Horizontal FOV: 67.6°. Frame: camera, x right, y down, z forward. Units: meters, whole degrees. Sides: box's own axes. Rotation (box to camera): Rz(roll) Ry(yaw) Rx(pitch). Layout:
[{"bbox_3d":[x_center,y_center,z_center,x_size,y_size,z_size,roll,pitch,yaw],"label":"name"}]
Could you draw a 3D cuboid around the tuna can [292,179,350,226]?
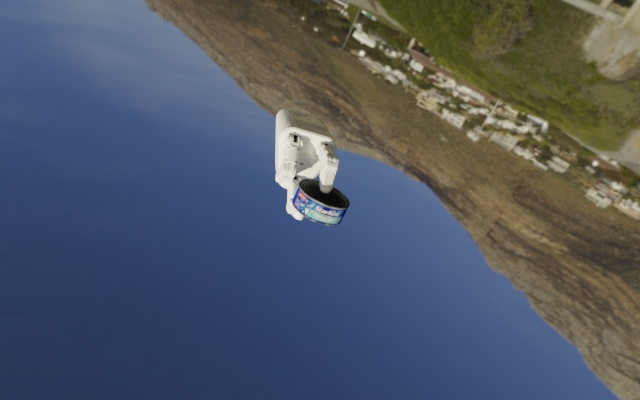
[{"bbox_3d":[0.000,0.003,0.738,0.086,0.034,0.086,21,22,-9],"label":"tuna can"}]
